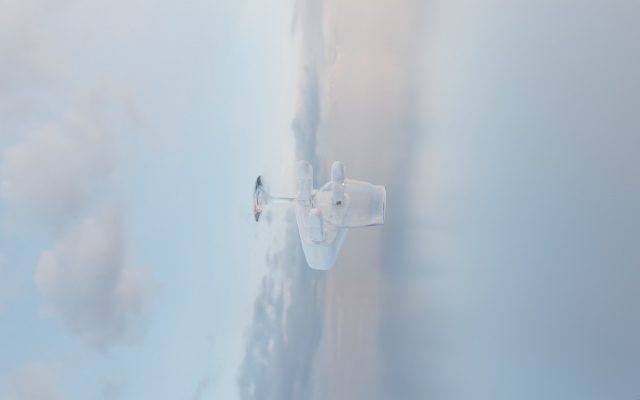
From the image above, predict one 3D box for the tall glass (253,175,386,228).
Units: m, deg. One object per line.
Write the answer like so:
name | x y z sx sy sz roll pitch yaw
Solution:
tall glass | -0.001 0.002 0.751 0.201 0.079 0.079 3 0 4
